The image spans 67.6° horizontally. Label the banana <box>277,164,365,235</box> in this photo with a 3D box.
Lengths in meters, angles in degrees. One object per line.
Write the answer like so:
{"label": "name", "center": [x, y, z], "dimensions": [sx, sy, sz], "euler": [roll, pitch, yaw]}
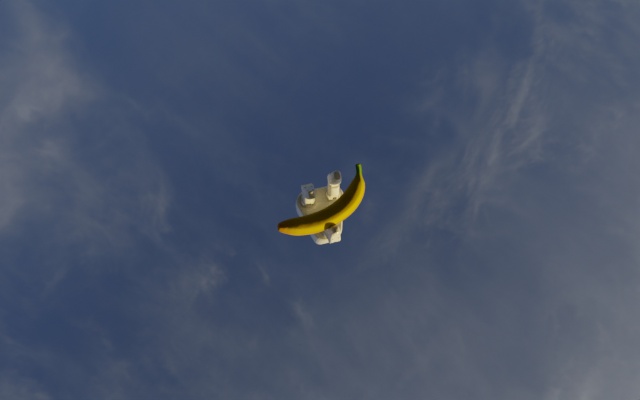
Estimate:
{"label": "banana", "center": [0.014, 0.016, 0.894], "dimensions": [0.198, 0.069, 0.037], "euler": [-38, 0, -10]}
